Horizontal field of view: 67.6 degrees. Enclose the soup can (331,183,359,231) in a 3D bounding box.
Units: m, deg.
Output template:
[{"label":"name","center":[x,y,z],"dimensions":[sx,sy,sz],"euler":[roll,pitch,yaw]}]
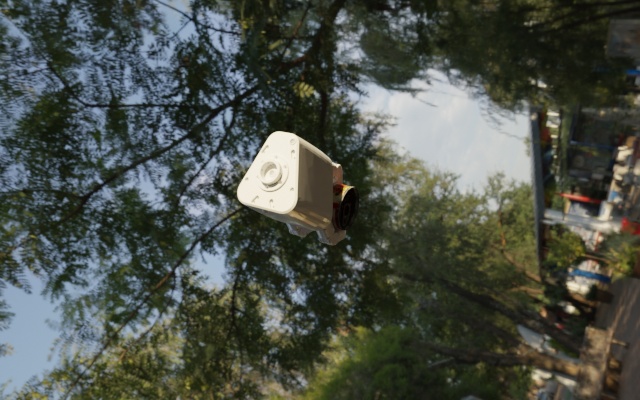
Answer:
[{"label":"soup can","center":[0.000,0.002,0.745],"dimensions":[0.102,0.068,0.068],"euler":[13,6,27]}]
